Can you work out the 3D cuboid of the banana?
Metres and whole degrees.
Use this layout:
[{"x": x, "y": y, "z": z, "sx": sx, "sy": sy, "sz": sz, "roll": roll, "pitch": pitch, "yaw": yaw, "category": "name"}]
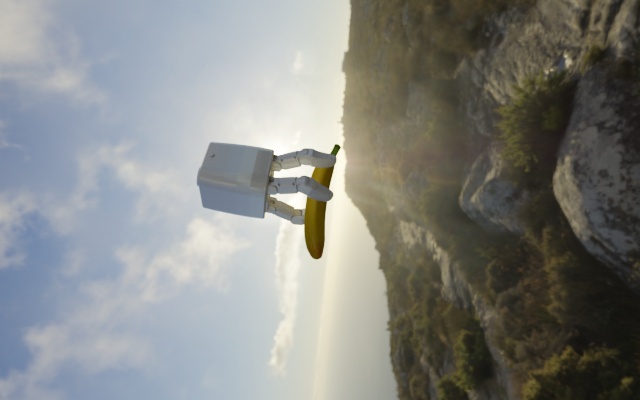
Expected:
[{"x": -0.004, "y": 0.005, "z": 0.780, "sx": 0.037, "sy": 0.197, "sz": 0.070, "roll": 12, "pitch": -21, "yaw": -9, "category": "banana"}]
